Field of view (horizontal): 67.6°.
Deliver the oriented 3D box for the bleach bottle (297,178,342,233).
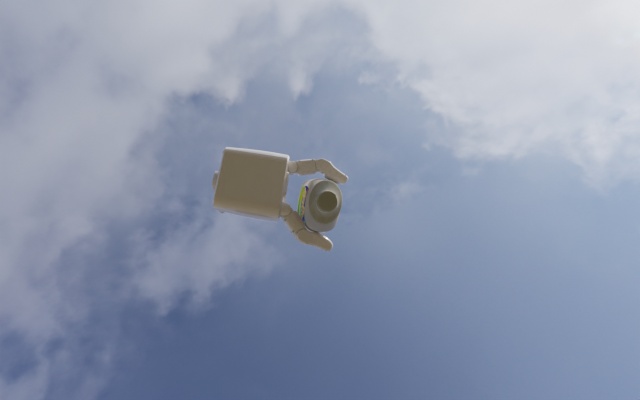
[{"bbox_3d":[0.000,0.003,0.787,0.068,0.102,0.251,9,-5,-4],"label":"bleach bottle"}]
